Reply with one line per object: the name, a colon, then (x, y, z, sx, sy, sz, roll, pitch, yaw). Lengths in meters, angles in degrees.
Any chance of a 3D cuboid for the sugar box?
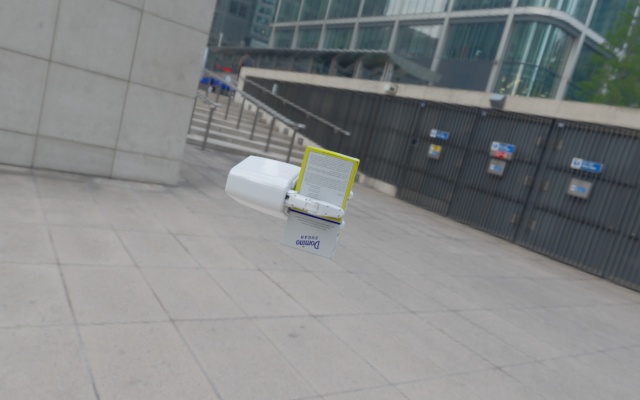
sugar box: (0.000, 0.003, 0.824, 0.093, 0.176, 0.048, 17, 9, 7)
